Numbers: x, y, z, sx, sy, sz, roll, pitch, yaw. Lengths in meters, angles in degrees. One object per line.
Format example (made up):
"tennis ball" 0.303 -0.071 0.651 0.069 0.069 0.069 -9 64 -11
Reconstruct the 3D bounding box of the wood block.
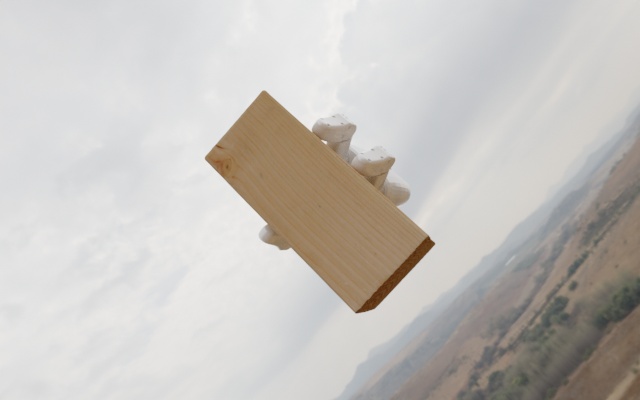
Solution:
"wood block" 0.000 0.002 0.461 0.206 0.091 0.090 43 5 19
